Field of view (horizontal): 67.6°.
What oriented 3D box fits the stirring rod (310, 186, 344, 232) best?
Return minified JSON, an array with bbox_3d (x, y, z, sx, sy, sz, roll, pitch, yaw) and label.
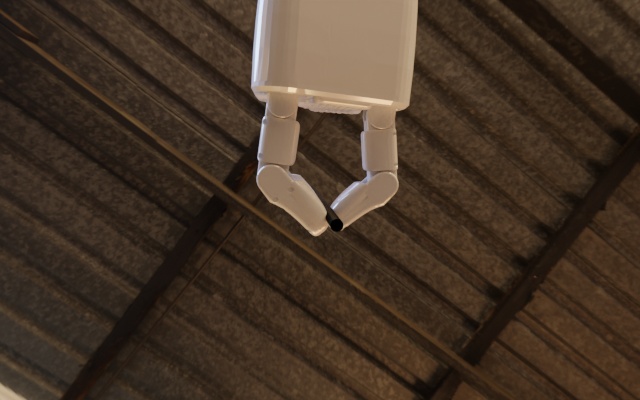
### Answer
[{"bbox_3d":[0.000,0.001,0.406,0.011,0.011,0.239,0,7,-5],"label":"stirring rod"}]
